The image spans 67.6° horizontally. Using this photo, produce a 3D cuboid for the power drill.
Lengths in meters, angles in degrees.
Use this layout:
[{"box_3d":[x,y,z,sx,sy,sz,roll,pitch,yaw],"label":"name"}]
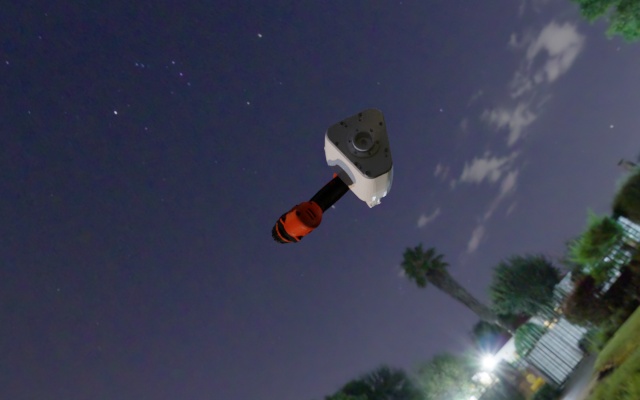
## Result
[{"box_3d":[0.000,0.002,0.846,0.187,0.057,0.184,-44,5,-24],"label":"power drill"}]
